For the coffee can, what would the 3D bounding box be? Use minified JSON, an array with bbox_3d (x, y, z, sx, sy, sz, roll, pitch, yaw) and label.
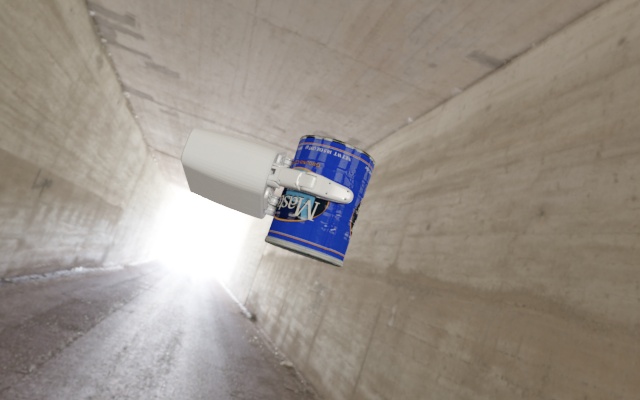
[{"bbox_3d":[0.000,0.002,0.606,0.103,0.140,0.103,18,-9,3],"label":"coffee can"}]
